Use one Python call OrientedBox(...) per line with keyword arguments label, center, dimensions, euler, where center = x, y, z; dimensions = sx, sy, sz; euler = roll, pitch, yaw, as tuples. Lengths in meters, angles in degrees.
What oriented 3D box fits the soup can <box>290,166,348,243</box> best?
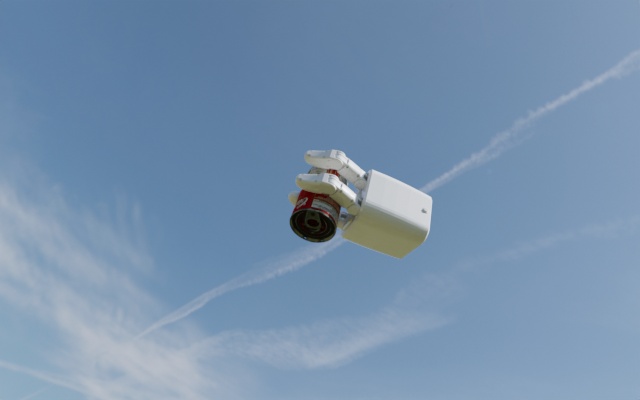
OrientedBox(label="soup can", center=(0.000, 0.002, 0.708), dimensions=(0.068, 0.069, 0.102), euler=(0, 44, 18))
